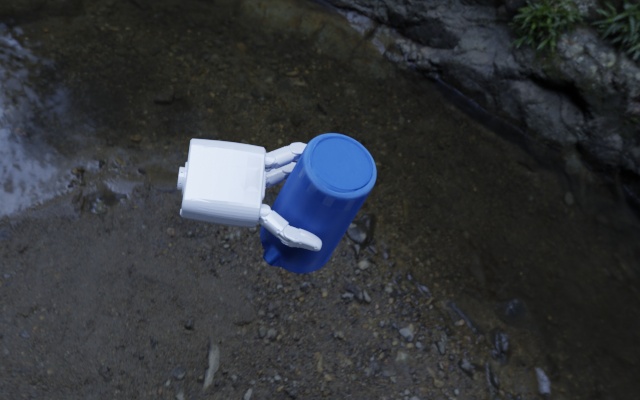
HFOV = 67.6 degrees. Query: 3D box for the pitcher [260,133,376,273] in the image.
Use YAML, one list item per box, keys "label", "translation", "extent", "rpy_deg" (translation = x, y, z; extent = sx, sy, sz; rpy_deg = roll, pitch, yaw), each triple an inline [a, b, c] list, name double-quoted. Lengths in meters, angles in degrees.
- label: "pitcher"
  translation: [0.000, 0.002, 0.745]
  extent: [0.145, 0.149, 0.243]
  rpy_deg: [9, -32, -15]
